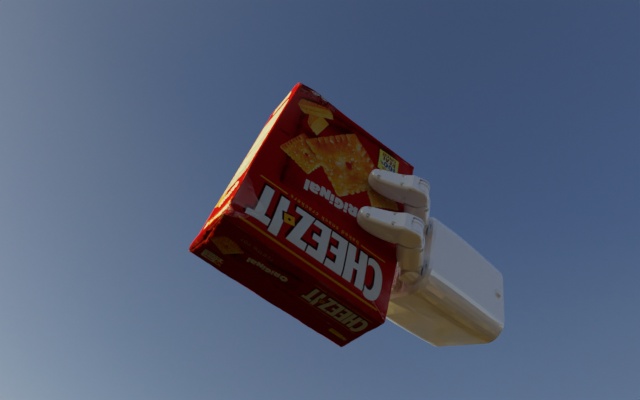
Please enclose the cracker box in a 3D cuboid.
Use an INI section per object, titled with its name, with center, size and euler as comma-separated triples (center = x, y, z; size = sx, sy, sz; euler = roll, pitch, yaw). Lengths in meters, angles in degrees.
[cracker box]
center = 0.000, 0.001, 0.462
size = 0.164, 0.213, 0.072
euler = 35, -48, -14
